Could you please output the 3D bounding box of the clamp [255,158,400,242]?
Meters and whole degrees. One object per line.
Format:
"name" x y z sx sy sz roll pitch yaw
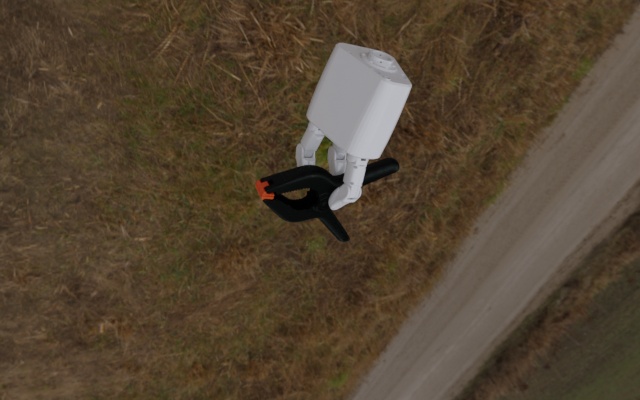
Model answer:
"clamp" 0.000 0.003 0.691 0.210 0.165 0.036 0 41 -32
